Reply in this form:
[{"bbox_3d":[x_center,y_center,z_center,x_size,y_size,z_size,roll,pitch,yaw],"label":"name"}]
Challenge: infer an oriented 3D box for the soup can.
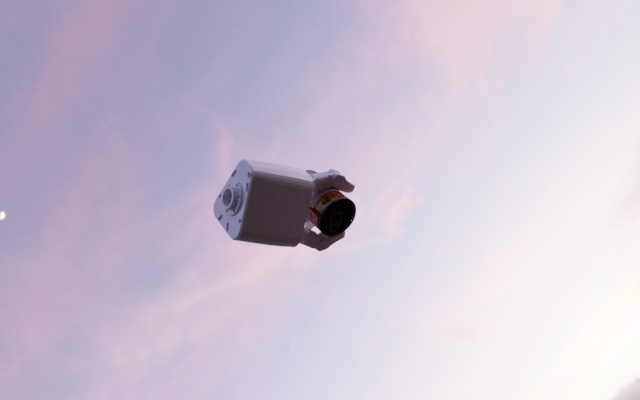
[{"bbox_3d":[0.000,0.002,0.761,0.068,0.068,0.102,0,28,-37],"label":"soup can"}]
